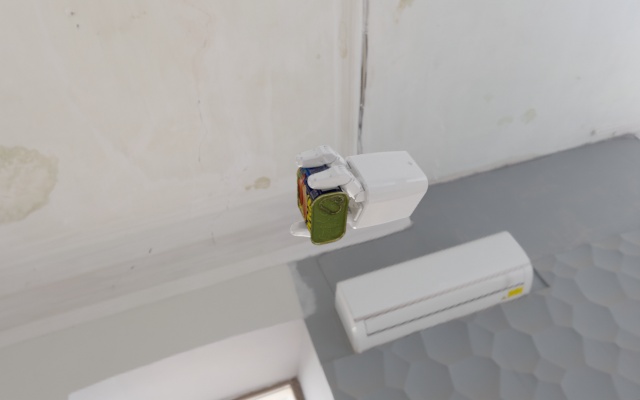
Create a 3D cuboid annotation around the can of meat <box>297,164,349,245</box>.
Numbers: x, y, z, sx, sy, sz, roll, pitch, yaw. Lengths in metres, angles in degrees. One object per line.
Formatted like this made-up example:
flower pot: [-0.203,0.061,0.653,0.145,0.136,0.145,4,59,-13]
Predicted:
can of meat: [0.000,0.002,0.731,0.057,0.102,0.084,-12,45,-15]
